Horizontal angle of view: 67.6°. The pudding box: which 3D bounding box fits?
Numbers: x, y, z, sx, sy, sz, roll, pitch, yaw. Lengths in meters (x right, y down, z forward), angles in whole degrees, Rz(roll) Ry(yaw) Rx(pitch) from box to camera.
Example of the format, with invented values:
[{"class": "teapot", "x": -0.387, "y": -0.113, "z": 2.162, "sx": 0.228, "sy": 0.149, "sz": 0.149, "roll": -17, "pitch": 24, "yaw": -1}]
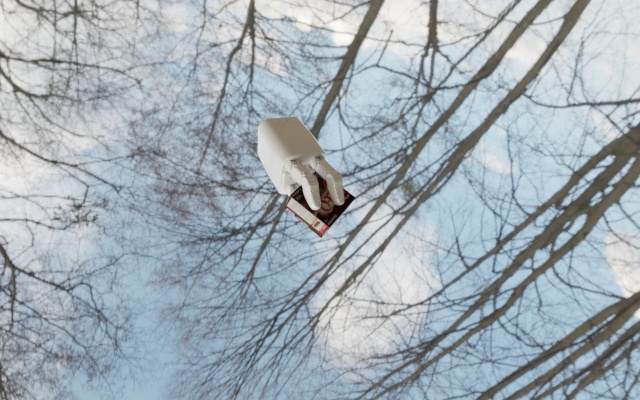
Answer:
[{"class": "pudding box", "x": 0.000, "y": 0.003, "z": 0.863, "sx": 0.113, "sy": 0.090, "sz": 0.039, "roll": -47, "pitch": -7, "yaw": -46}]
